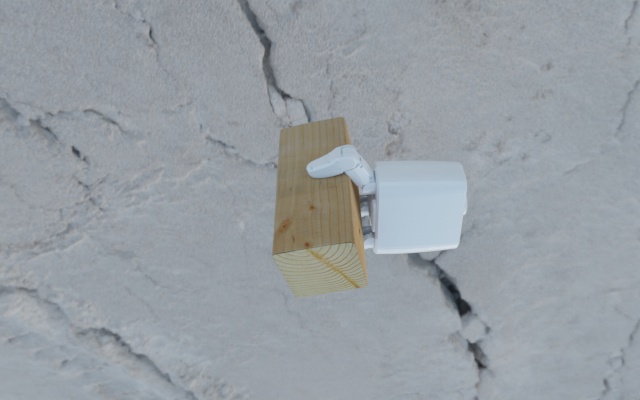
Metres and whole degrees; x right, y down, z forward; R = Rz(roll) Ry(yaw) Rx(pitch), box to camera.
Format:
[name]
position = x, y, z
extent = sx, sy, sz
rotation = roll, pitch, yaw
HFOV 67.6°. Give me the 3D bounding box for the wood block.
[wood block]
position = 0.000, 0.002, 0.590
extent = 0.090, 0.206, 0.091
rotation = -10, -43, 10
